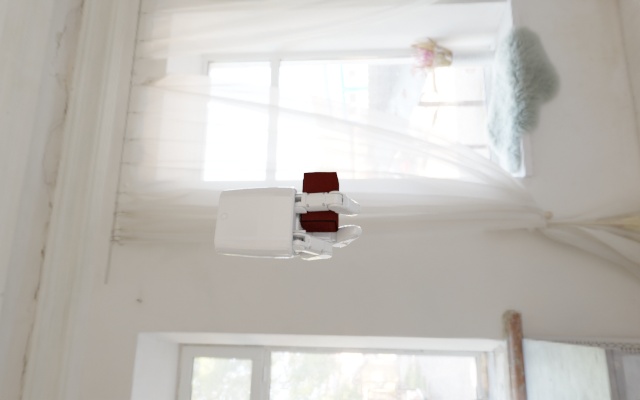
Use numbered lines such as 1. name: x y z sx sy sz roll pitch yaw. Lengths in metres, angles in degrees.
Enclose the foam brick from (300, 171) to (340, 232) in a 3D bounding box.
1. foam brick: 0.000 0.002 0.693 0.051 0.078 0.053 0 -22 6
